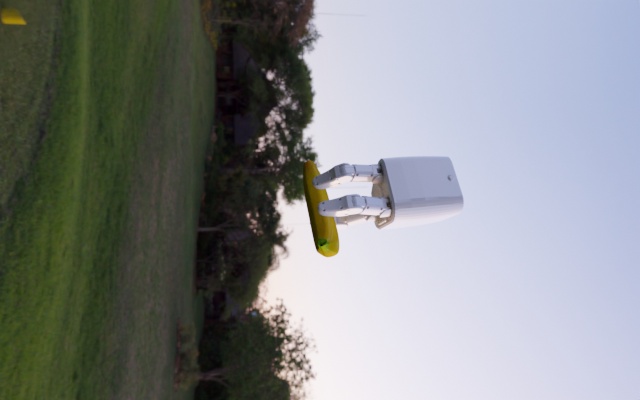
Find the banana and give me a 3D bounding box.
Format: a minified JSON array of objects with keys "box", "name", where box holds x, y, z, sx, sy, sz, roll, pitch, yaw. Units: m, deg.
[{"box":[0.001,0.019,0.694,0.037,0.070,0.197,-7,38,-5],"name":"banana"}]
